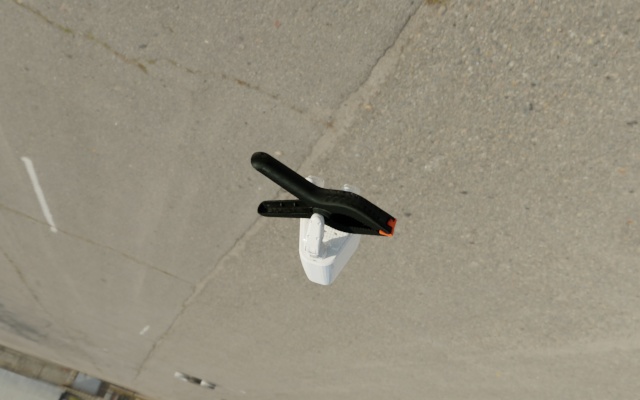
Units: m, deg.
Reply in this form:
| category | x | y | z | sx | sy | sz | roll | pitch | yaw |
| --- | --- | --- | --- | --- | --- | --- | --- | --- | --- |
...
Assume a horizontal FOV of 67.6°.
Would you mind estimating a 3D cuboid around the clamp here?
| category | x | y | z | sx | sy | sz | roll | pitch | yaw |
| --- | --- | --- | --- | --- | --- | --- | --- | --- | --- |
| clamp | 0.000 | 0.003 | 0.649 | 0.210 | 0.036 | 0.165 | 14 | -25 | 10 |
